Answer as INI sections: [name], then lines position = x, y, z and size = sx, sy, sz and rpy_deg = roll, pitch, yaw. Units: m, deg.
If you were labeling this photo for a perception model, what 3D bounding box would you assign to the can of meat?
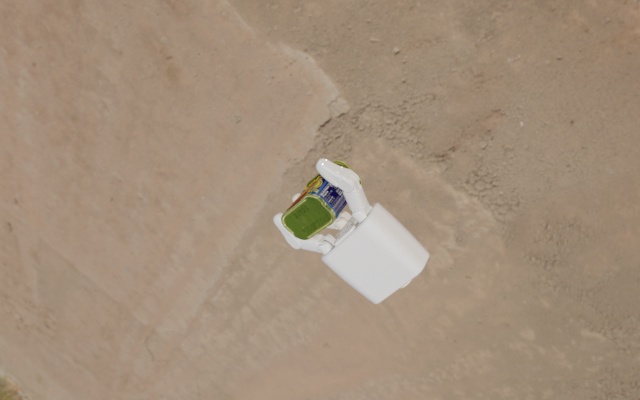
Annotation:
[can of meat]
position = 0.000, 0.002, 0.675
size = 0.102, 0.057, 0.084
rpy_deg = -38, 10, 48
